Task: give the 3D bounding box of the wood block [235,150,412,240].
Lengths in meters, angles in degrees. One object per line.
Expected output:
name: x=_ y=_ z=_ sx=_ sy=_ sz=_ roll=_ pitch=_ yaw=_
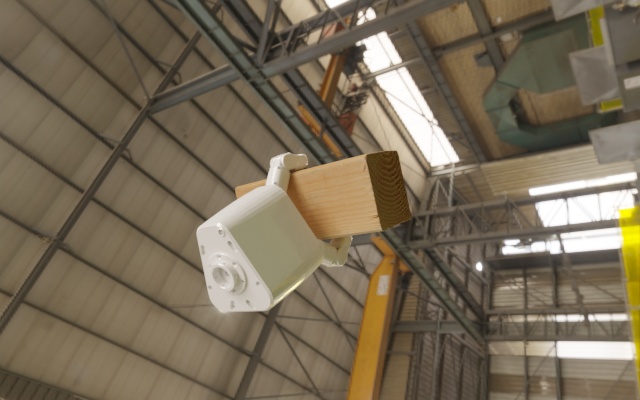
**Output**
wood block: x=0.000 y=0.002 z=0.623 sx=0.206 sy=0.091 sz=0.090 roll=-11 pitch=2 yaw=34
